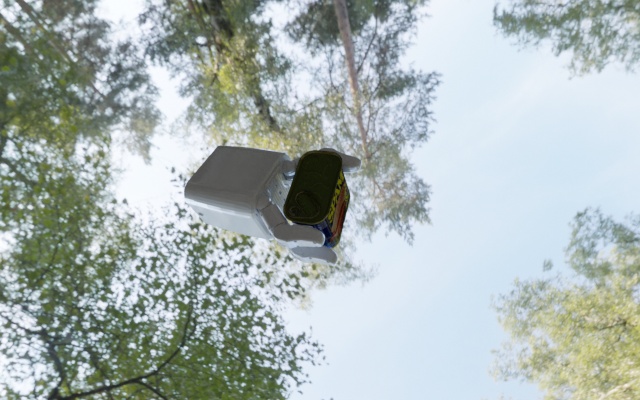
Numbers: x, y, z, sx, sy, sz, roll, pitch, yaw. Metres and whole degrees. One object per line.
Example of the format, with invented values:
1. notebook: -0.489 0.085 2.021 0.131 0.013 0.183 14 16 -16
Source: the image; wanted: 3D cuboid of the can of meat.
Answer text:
1. can of meat: 0.000 0.002 0.607 0.057 0.102 0.084 7 -27 18
